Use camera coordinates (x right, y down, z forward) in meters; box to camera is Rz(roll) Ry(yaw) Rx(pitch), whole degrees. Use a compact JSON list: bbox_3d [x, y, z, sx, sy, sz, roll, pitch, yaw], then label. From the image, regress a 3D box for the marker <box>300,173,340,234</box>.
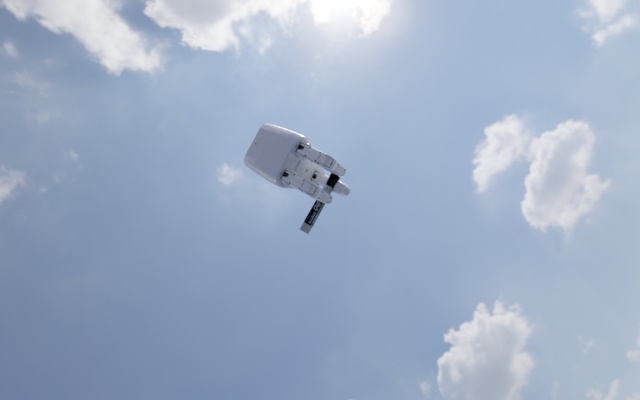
[{"bbox_3d":[0.000,0.003,0.846,0.020,0.121,0.020,29,-1,1],"label":"marker"}]
